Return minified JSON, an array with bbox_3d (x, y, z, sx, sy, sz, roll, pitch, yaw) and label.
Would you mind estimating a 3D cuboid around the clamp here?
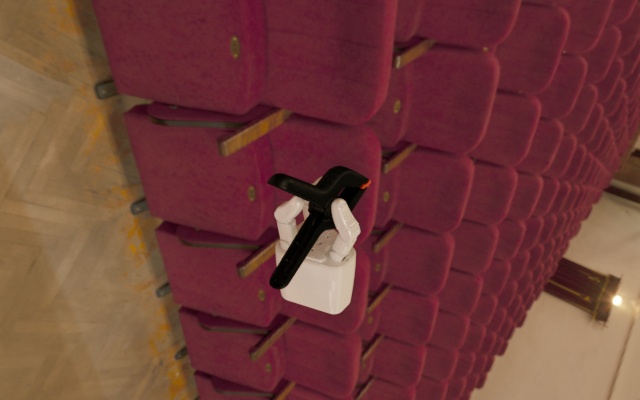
[{"bbox_3d":[0.001,0.002,0.638,0.036,0.165,0.210,24,43,30],"label":"clamp"}]
